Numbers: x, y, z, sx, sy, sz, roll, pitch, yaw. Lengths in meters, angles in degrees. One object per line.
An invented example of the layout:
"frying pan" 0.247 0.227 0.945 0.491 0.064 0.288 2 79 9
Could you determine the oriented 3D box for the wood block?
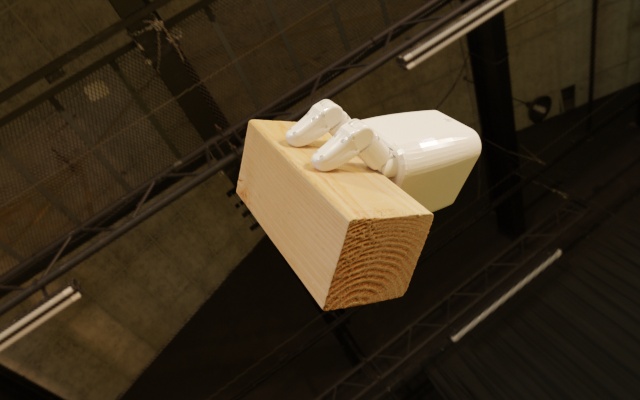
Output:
"wood block" 0.000 0.002 0.469 0.090 0.091 0.206 -3 30 -31
